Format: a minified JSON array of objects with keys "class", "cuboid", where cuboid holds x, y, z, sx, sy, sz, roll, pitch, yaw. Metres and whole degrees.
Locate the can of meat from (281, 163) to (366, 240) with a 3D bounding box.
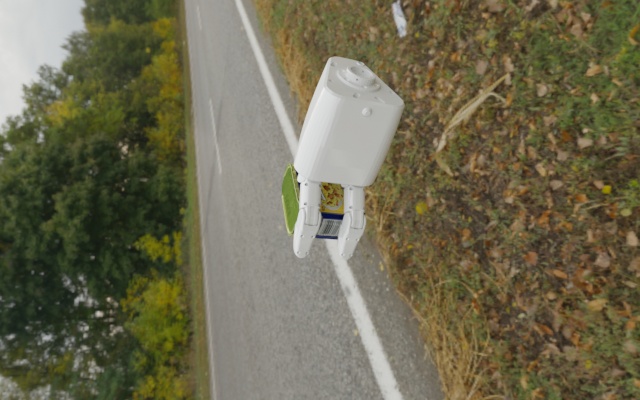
[{"class":"can of meat","cuboid":[0.000,0.002,0.599,0.084,0.102,0.057,6,-46,-20]}]
